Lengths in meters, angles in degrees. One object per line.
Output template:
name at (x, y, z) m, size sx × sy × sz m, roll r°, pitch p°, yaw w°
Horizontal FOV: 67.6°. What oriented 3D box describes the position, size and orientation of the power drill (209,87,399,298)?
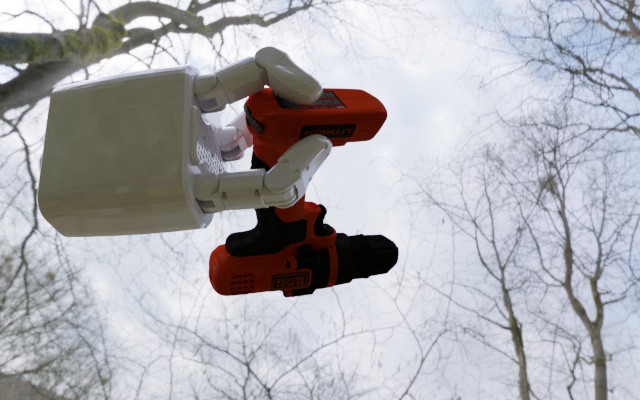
power drill at (0.000, 0.001, 0.409) m, size 0.184 × 0.188 × 0.057 m, roll -4°, pitch 33°, yaw -22°
